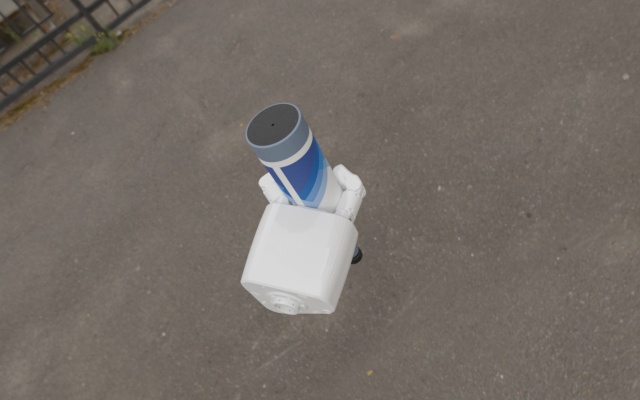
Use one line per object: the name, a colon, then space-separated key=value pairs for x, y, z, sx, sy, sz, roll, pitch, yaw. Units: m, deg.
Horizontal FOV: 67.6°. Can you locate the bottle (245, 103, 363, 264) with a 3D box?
bottle: x=0.000 y=0.002 z=0.624 sx=0.069 sy=0.069 sz=0.296 roll=0 pitch=-35 yaw=25
